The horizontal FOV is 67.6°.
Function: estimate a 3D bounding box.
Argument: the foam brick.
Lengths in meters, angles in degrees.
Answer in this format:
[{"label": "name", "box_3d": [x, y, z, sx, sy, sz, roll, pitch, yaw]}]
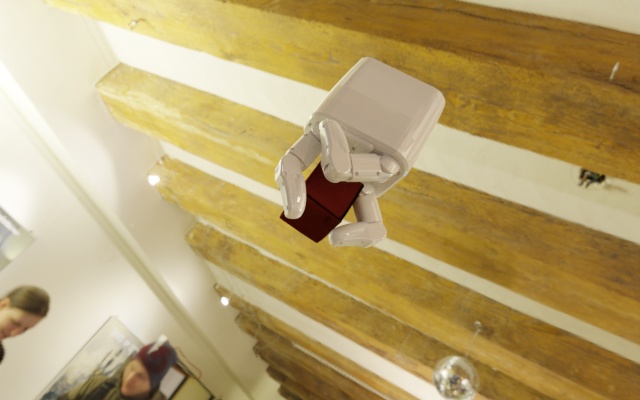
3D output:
[{"label": "foam brick", "box_3d": [0.000, 0.002, 0.501, 0.053, 0.051, 0.078, 36, -29, -5]}]
